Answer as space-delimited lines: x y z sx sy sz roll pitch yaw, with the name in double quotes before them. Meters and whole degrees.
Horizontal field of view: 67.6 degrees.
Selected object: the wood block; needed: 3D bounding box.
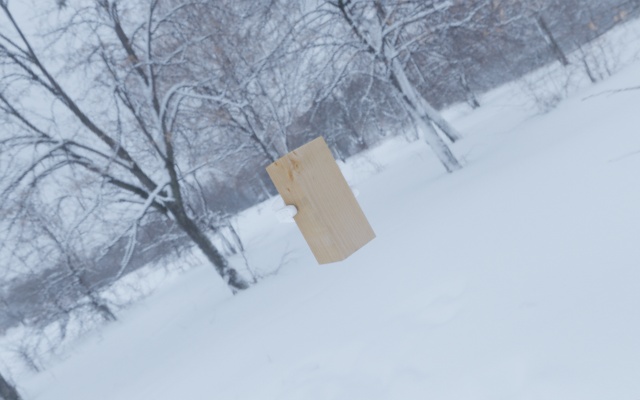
"wood block" 0.000 0.003 0.863 0.091 0.206 0.090 -32 5 -31
